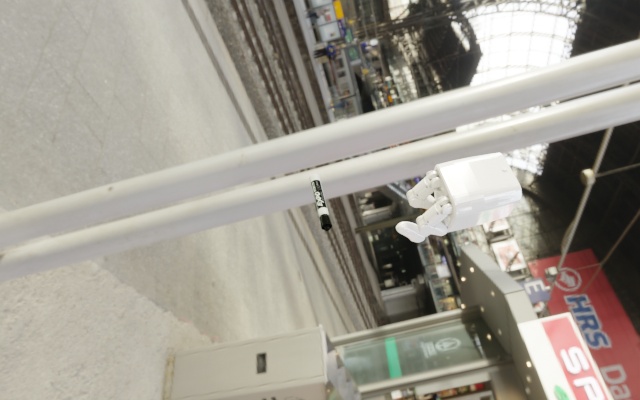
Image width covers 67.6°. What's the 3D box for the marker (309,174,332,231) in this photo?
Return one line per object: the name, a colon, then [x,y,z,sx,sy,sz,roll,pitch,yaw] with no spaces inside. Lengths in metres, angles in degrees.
marker: [0.000,0.003,0.836,0.020,0.121,0.020,-9,-39,-7]
